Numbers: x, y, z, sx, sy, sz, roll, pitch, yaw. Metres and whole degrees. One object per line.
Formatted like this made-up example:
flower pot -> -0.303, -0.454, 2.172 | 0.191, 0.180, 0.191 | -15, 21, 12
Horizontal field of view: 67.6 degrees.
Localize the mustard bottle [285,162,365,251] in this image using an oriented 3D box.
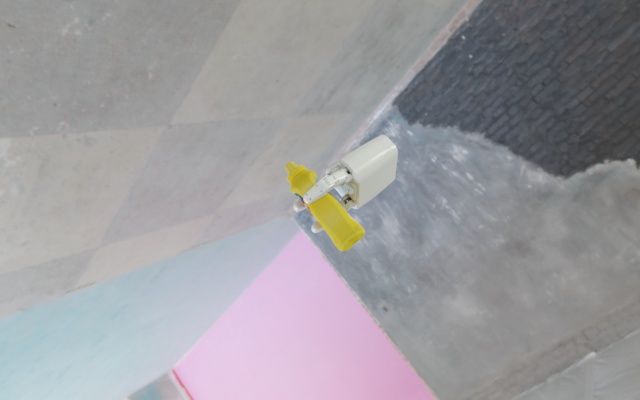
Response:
mustard bottle -> 0.000, 0.003, 0.873 | 0.058, 0.191, 0.096 | -41, -14, 3
